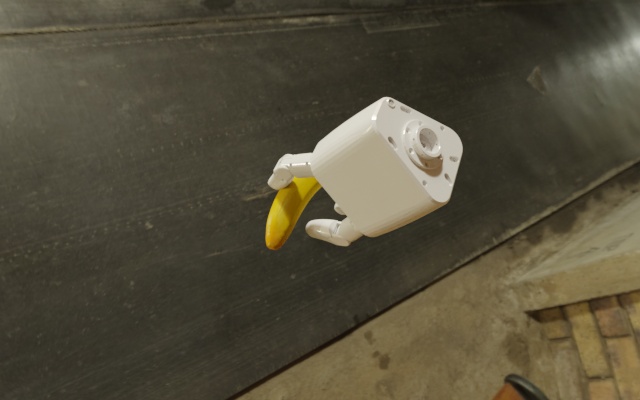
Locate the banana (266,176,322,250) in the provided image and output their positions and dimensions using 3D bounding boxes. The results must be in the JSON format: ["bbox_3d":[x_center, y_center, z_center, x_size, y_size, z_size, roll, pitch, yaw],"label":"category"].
[{"bbox_3d":[-0.007,-0.015,0.599,0.197,0.069,0.037,-36,7,-38],"label":"banana"}]
